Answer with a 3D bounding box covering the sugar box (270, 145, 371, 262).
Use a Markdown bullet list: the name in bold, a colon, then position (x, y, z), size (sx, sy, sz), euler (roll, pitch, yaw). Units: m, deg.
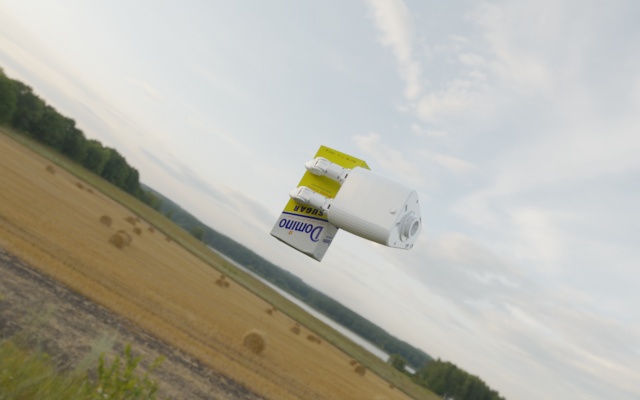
- **sugar box**: position (0.000, 0.002, 0.788), size (0.093, 0.176, 0.048), euler (23, -14, 30)
